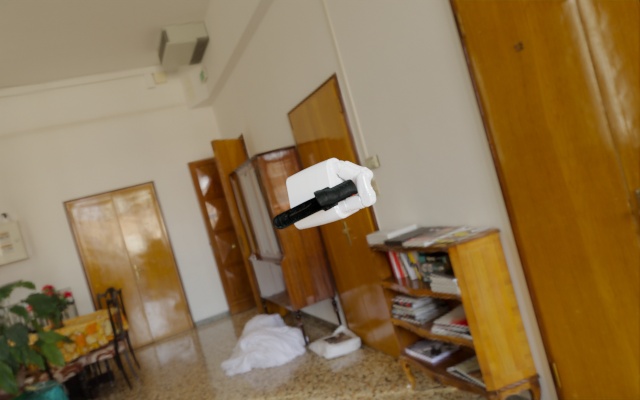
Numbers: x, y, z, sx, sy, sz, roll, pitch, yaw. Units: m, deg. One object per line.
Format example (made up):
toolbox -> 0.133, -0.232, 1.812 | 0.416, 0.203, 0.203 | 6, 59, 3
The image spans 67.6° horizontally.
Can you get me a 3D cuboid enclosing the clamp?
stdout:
clamp -> 0.000, 0.002, 0.799 | 0.120, 0.039, 0.171 | -23, -3, 33
